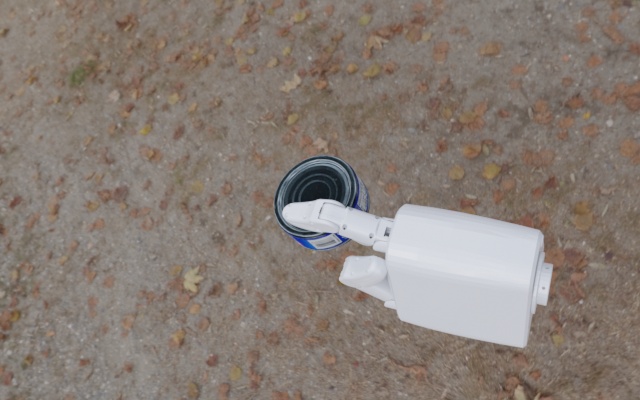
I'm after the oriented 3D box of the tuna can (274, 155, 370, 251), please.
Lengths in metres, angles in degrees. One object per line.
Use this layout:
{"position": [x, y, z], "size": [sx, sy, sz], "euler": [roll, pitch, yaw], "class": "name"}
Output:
{"position": [0.000, 0.001, 0.443], "size": [0.086, 0.086, 0.034], "euler": [0, -25, 27], "class": "tuna can"}
